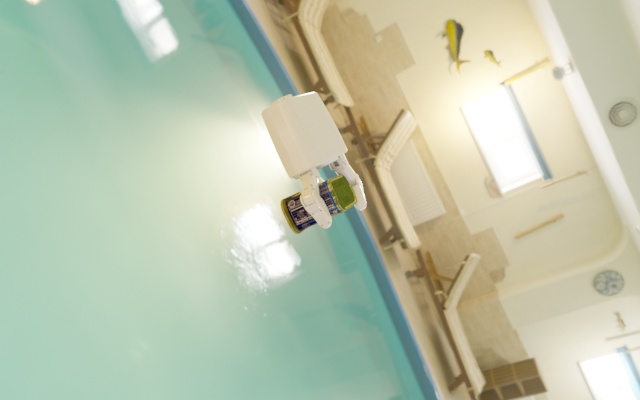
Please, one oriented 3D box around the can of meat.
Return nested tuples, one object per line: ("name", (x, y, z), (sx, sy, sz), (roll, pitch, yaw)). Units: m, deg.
("can of meat", (0.000, 0.002, 0.723), (0.084, 0.057, 0.102), (-25, 1, 20))
